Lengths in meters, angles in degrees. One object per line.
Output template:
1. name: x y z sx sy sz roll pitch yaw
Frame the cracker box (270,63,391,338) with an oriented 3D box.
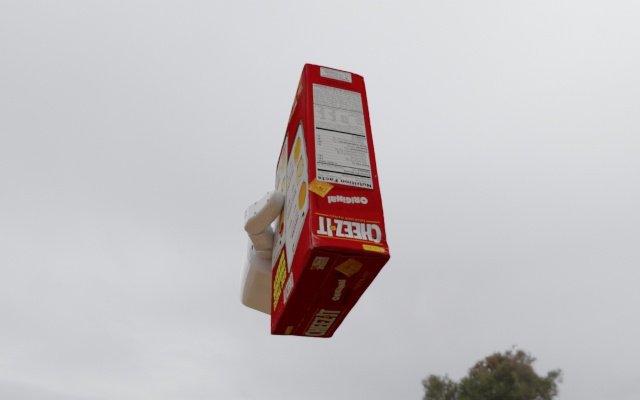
1. cracker box: 0.000 0.001 0.466 0.072 0.213 0.164 7 -38 -13
